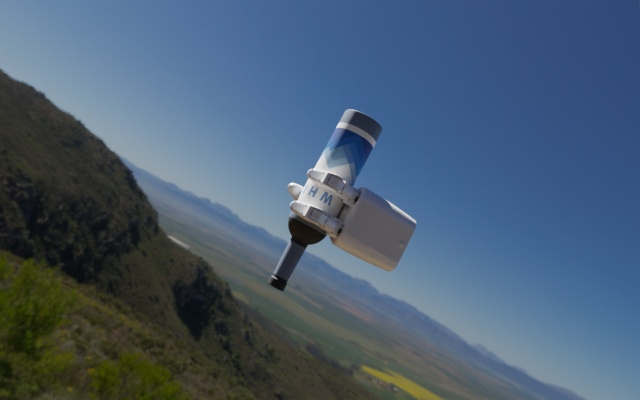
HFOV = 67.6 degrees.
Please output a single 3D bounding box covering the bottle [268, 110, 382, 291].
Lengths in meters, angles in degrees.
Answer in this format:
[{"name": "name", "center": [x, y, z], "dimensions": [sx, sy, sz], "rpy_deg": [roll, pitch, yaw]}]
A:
[{"name": "bottle", "center": [0.000, 0.002, 0.740], "dimensions": [0.069, 0.295, 0.069], "rpy_deg": [28, -7, 4]}]
